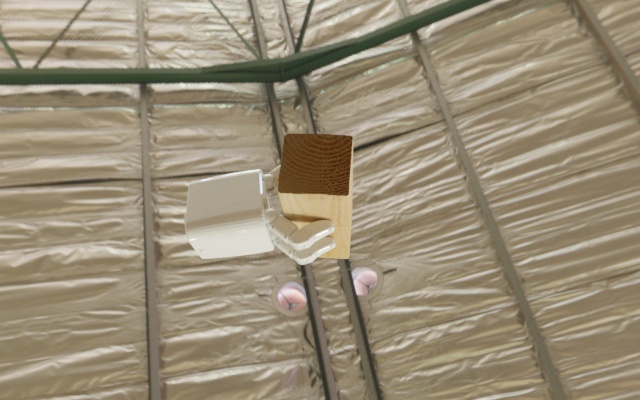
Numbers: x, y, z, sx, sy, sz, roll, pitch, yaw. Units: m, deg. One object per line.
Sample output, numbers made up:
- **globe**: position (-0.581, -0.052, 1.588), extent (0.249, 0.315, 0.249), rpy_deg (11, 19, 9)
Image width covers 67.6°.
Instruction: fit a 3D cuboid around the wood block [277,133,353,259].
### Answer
- **wood block**: position (0.000, 0.002, 0.679), extent (0.090, 0.090, 0.206), rpy_deg (2, -28, 5)
